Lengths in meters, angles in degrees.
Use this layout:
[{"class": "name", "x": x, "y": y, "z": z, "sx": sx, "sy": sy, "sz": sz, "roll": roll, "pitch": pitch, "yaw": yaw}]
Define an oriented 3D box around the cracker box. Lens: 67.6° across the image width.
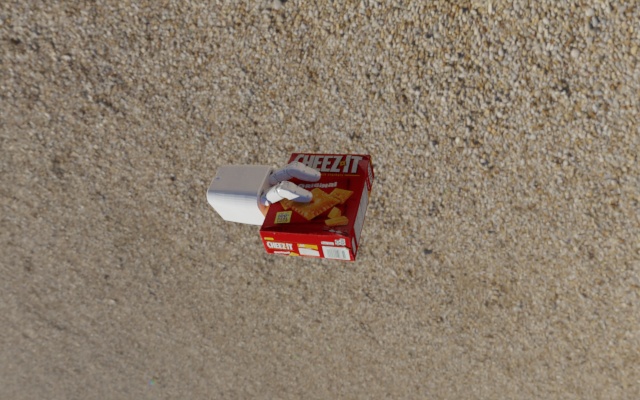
[{"class": "cracker box", "x": 0.000, "y": 0.003, "z": 0.881, "sx": 0.164, "sy": 0.213, "sz": 0.072, "roll": 3, "pitch": -43, "yaw": 16}]
